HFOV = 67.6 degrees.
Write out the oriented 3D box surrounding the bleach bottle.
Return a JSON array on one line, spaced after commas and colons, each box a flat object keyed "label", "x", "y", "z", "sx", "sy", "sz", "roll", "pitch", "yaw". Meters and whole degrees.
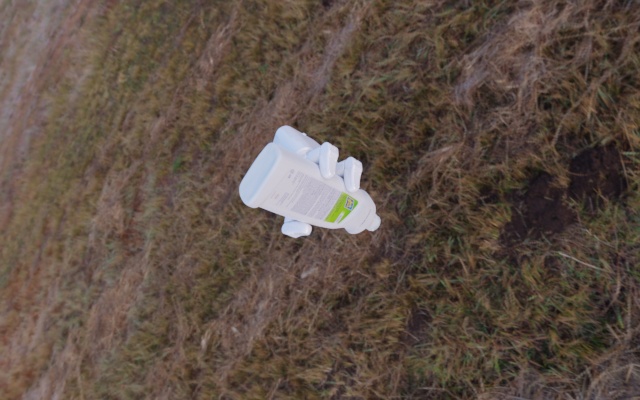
[{"label": "bleach bottle", "x": 0.000, "y": 0.002, "z": 0.773, "sx": 0.251, "sy": 0.102, "sz": 0.068, "roll": 26, "pitch": 16, "yaw": -36}]
